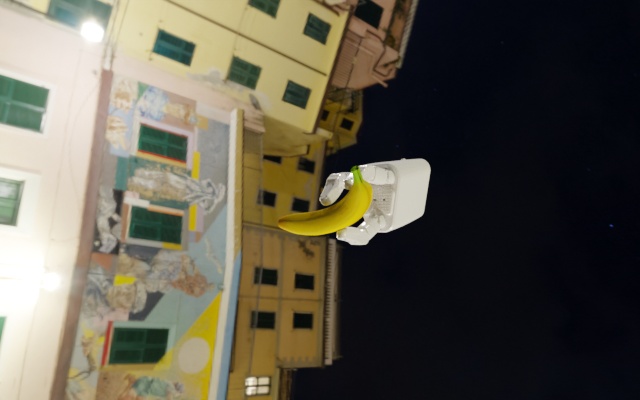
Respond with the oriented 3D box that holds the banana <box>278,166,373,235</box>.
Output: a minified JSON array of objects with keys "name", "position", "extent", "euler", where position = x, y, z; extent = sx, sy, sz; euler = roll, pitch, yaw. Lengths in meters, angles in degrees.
[{"name":"banana","position":[0.014,0.015,0.700],"extent":[0.198,0.069,0.037],"euler":[-35,9,43]}]
